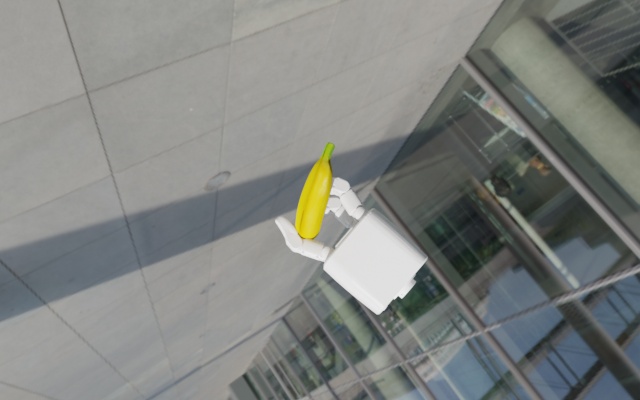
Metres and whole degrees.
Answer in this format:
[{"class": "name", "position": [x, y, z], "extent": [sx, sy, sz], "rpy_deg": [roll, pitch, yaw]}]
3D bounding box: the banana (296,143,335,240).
[{"class": "banana", "position": [-0.008, 0.011, 0.682], "extent": [0.037, 0.198, 0.069], "rpy_deg": [29, 49, 11]}]
